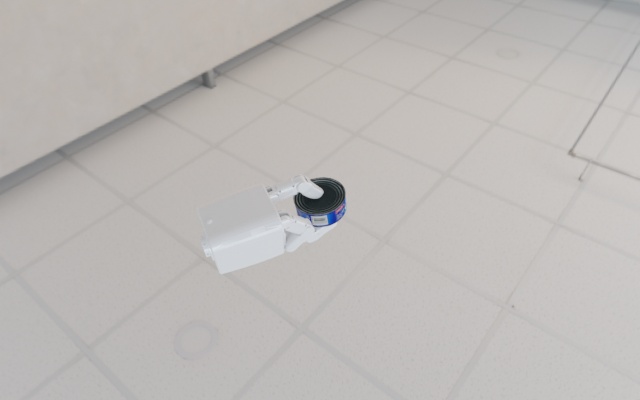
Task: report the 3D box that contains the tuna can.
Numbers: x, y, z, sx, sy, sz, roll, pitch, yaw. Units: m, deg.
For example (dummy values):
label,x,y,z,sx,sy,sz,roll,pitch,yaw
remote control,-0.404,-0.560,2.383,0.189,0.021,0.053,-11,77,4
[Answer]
label,x,y,z,sx,sy,sz,roll,pitch,yaw
tuna can,0.000,0.003,0.784,0.086,0.086,0.034,0,-44,10
